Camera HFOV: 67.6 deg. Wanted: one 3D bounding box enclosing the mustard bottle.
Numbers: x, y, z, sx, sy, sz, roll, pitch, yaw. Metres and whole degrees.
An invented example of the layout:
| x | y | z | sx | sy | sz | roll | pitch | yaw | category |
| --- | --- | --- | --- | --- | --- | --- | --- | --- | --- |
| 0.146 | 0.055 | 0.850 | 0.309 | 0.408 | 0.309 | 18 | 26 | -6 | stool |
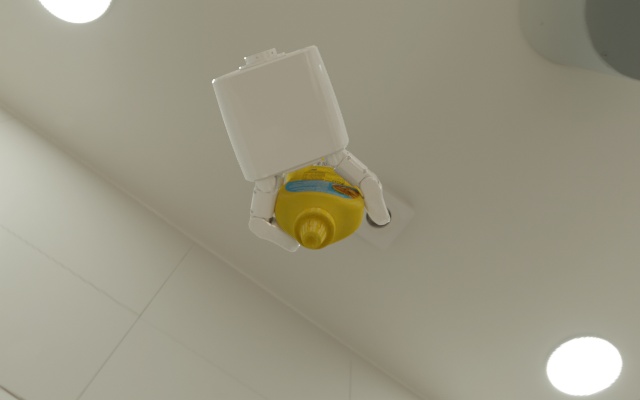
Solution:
| x | y | z | sx | sy | sz | roll | pitch | yaw | category |
| --- | --- | --- | --- | --- | --- | --- | --- | --- | --- |
| 0.000 | 0.002 | 0.527 | 0.096 | 0.058 | 0.191 | 8 | 22 | 2 | mustard bottle |
